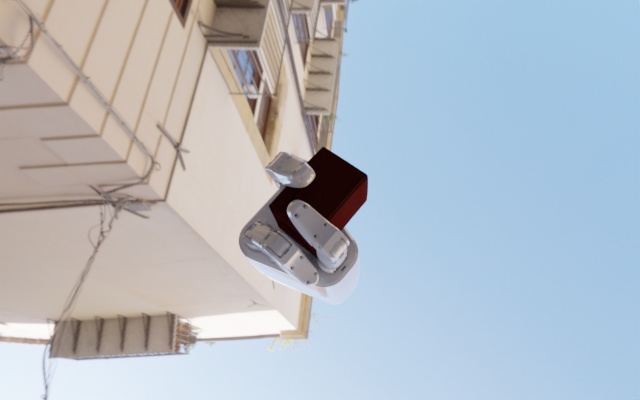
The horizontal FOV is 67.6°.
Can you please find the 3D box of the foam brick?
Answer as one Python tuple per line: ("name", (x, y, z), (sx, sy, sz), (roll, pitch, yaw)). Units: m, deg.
("foam brick", (0.000, 0.001, 0.438), (0.053, 0.078, 0.051), (37, -14, 20))
